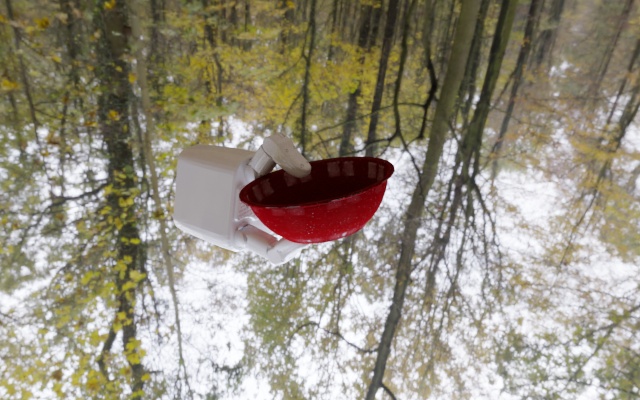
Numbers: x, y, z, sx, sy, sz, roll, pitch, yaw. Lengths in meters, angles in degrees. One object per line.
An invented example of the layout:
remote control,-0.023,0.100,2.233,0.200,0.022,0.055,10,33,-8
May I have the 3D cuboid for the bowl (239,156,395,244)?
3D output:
bowl,0.001,0.002,0.497,0.162,0.055,0.162,-10,17,3
